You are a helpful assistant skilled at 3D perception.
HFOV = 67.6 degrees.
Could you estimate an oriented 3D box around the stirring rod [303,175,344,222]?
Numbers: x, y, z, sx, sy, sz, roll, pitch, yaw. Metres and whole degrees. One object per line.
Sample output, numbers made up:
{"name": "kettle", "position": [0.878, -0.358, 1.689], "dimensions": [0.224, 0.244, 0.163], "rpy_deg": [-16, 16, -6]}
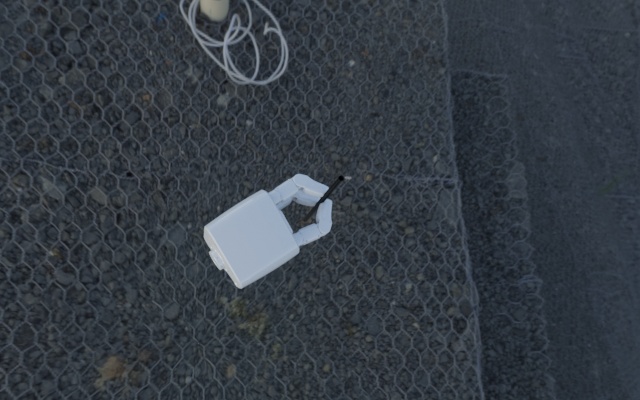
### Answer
{"name": "stirring rod", "position": [0.000, 0.003, 0.775], "dimensions": [0.011, 0.011, 0.239], "rpy_deg": [0, -16, -14]}
